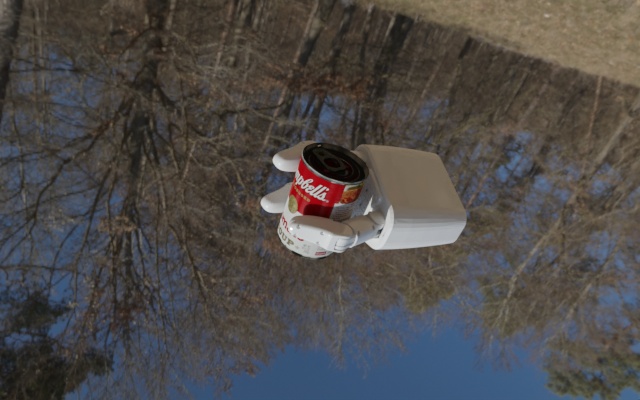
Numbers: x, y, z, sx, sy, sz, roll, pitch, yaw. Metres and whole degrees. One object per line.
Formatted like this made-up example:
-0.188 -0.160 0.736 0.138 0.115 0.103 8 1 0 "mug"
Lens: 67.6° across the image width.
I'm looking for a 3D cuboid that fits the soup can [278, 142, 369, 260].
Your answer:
0.000 0.002 0.487 0.068 0.102 0.068 14 35 -10 "soup can"
